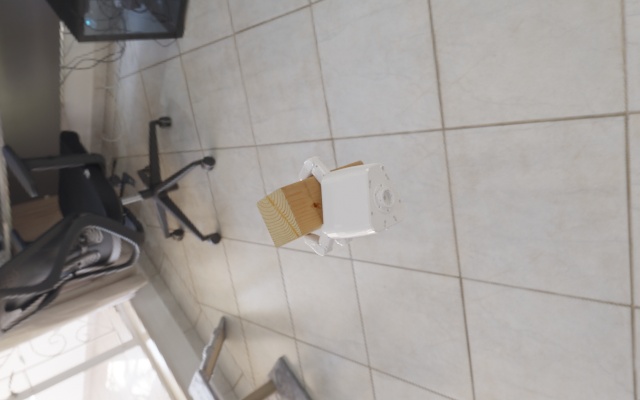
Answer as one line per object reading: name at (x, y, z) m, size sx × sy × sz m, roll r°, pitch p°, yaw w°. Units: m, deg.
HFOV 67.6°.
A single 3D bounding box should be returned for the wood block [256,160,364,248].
wood block at (0.000, 0.003, 0.885) m, size 0.206 × 0.091 × 0.090 m, roll -21°, pitch -5°, yaw -41°
